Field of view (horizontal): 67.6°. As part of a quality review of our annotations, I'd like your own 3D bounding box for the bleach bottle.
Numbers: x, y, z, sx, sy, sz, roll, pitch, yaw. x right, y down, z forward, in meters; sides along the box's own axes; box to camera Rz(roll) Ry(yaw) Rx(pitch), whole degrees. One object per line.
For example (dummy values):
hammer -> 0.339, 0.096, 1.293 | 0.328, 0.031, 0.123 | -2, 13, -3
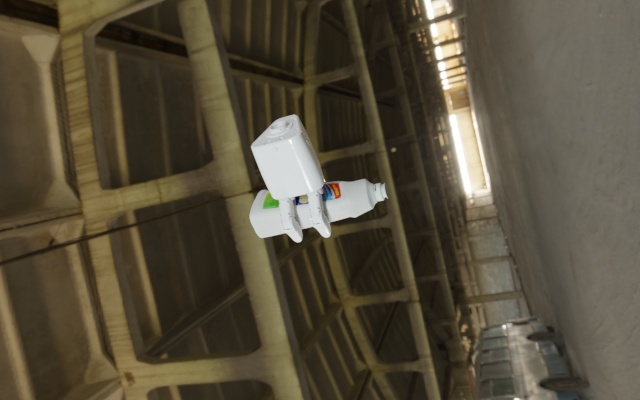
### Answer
bleach bottle -> 0.000, 0.003, 0.877 | 0.251, 0.068, 0.102 | -12, 31, 18
